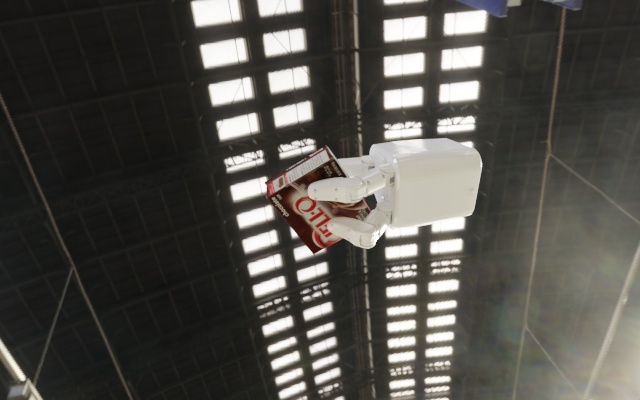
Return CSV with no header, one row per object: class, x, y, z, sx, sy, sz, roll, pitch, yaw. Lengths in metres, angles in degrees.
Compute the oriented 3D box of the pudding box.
pudding box,0.000,0.002,0.572,0.090,0.113,0.039,-31,34,8
